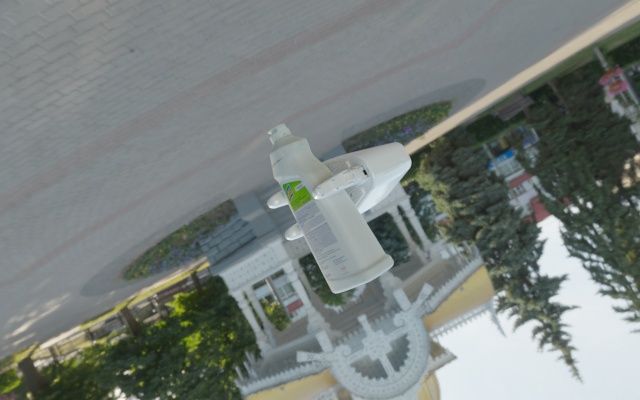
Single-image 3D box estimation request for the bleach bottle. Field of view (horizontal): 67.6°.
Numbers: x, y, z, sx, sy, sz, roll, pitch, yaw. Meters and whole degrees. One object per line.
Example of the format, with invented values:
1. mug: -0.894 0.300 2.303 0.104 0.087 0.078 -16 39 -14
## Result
1. bleach bottle: 0.000 0.002 0.678 0.068 0.251 0.102 -25 -5 -42
